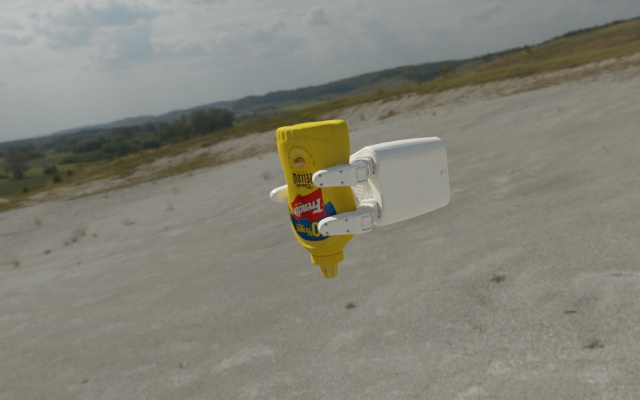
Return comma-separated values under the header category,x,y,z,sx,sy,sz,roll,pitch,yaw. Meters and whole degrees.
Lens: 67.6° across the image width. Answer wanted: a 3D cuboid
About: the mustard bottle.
category,x,y,z,sx,sy,sz,roll,pitch,yaw
mustard bottle,0.000,0.002,0.582,0.096,0.192,0.058,2,15,42
